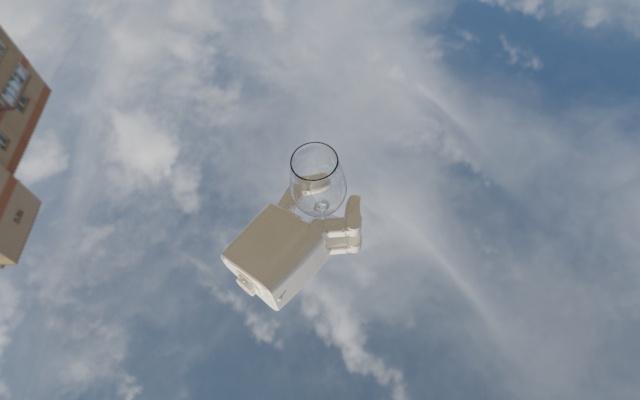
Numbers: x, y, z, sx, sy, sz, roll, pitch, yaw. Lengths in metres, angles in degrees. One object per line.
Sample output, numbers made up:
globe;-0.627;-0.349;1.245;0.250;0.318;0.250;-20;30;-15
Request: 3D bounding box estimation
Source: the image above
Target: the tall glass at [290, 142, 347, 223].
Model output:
tall glass;0.000;0.002;0.685;0.079;0.079;0.201;0;-32;5
